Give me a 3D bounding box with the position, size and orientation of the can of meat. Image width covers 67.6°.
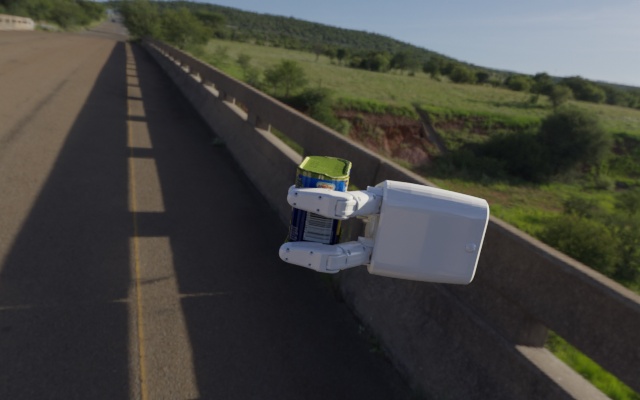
[{"bbox_3d":[0.000,0.001,0.511,0.057,0.084,0.102,10,16,3],"label":"can of meat"}]
